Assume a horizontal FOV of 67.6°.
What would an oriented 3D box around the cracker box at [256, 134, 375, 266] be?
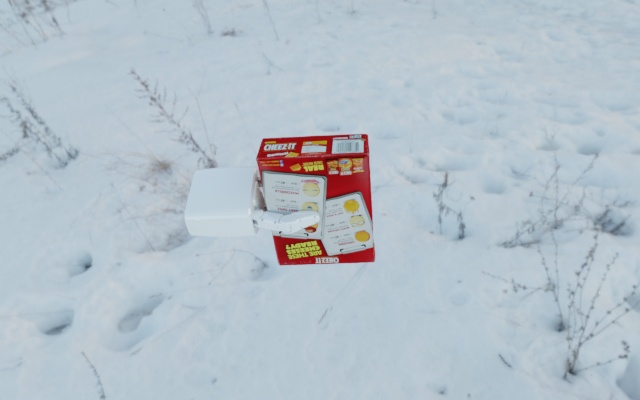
[{"bbox_3d":[0.000,0.002,0.756,0.164,0.214,0.072,-3,37,7],"label":"cracker box"}]
